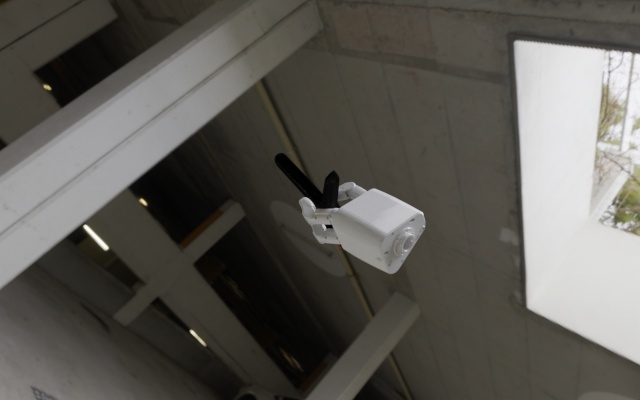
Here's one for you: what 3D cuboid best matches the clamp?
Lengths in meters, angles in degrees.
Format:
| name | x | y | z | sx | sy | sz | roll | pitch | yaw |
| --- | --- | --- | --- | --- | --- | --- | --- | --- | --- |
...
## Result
| name | x | y | z | sx | sy | sz | roll | pitch | yaw |
| --- | --- | --- | --- | --- | --- | --- | --- | --- | --- |
| clamp | 0.001 | 0.003 | 0.865 | 0.036 | 0.210 | 0.164 | -43 | 45 | -19 |
